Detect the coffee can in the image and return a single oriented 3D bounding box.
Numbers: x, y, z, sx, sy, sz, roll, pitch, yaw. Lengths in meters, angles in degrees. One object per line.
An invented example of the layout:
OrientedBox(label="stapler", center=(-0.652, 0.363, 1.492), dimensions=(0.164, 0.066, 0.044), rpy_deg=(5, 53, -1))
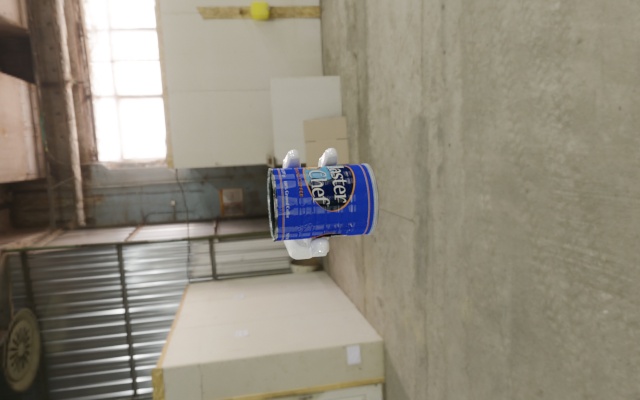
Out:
OrientedBox(label="coffee can", center=(0.000, 0.002, 0.672), dimensions=(0.140, 0.103, 0.103), rpy_deg=(-3, 1, -11))
